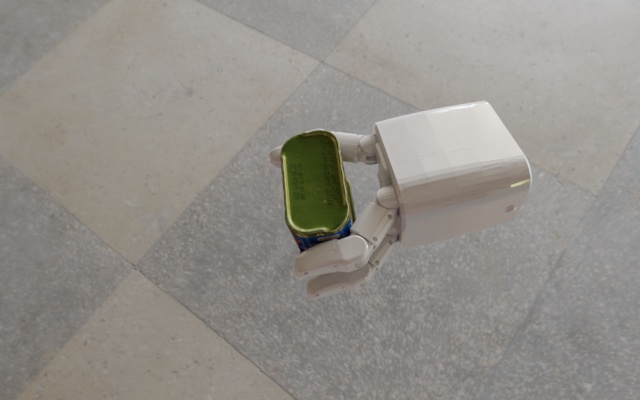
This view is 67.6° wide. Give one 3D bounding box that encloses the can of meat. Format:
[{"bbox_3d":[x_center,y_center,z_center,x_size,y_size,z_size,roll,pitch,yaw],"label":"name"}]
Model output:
[{"bbox_3d":[0.000,0.001,0.421,0.057,0.102,0.084,-10,-28,4],"label":"can of meat"}]
